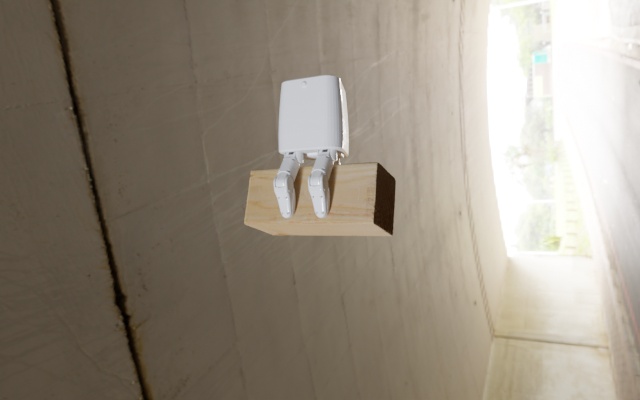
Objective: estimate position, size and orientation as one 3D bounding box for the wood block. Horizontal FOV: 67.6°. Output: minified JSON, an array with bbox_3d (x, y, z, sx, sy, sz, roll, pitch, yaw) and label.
[{"bbox_3d":[0.000,0.002,0.721,0.206,0.090,0.091,-1,-15,26],"label":"wood block"}]
